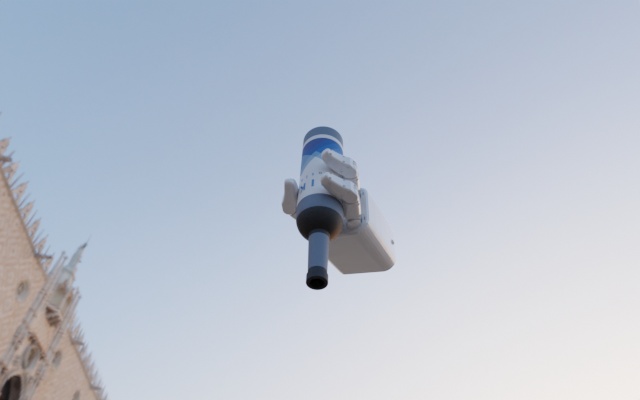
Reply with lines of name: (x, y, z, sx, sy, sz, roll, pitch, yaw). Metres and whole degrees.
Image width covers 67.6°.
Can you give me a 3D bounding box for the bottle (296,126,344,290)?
bottle: (0.000, 0.002, 0.687, 0.069, 0.069, 0.295, 0, 42, 2)
